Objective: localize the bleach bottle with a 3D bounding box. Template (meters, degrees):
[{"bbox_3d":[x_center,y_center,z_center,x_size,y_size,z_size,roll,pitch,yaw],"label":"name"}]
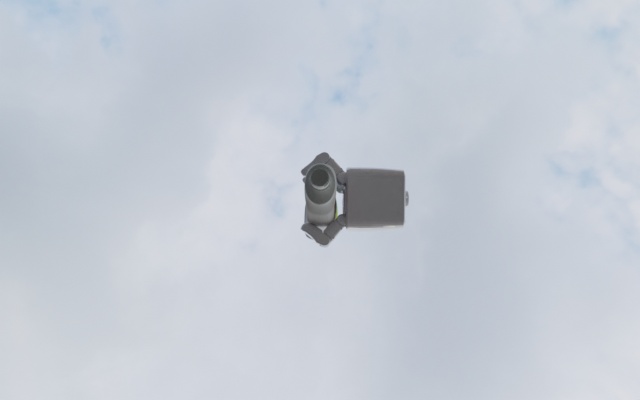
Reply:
[{"bbox_3d":[0.000,0.003,0.855,0.068,0.102,0.251,1,-14,1],"label":"bleach bottle"}]
